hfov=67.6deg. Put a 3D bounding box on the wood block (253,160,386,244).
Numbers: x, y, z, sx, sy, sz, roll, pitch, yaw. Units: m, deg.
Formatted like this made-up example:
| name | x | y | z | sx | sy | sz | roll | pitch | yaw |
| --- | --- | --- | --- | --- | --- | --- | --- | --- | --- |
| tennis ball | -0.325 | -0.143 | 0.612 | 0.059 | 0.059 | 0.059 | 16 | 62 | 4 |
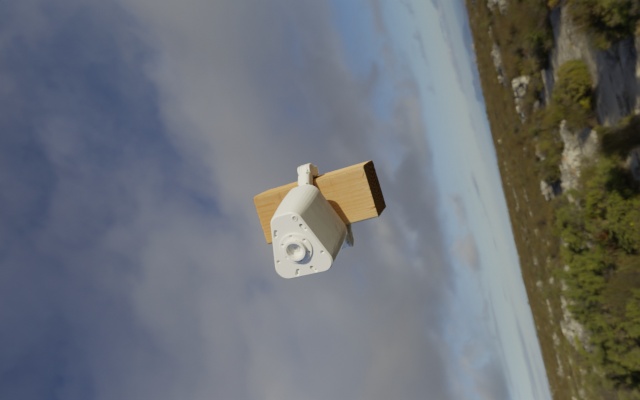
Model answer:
| name | x | y | z | sx | sy | sz | roll | pitch | yaw |
| --- | --- | --- | --- | --- | --- | --- | --- | --- | --- |
| wood block | 0.000 | 0.003 | 0.846 | 0.206 | 0.091 | 0.090 | -15 | 7 | 19 |
